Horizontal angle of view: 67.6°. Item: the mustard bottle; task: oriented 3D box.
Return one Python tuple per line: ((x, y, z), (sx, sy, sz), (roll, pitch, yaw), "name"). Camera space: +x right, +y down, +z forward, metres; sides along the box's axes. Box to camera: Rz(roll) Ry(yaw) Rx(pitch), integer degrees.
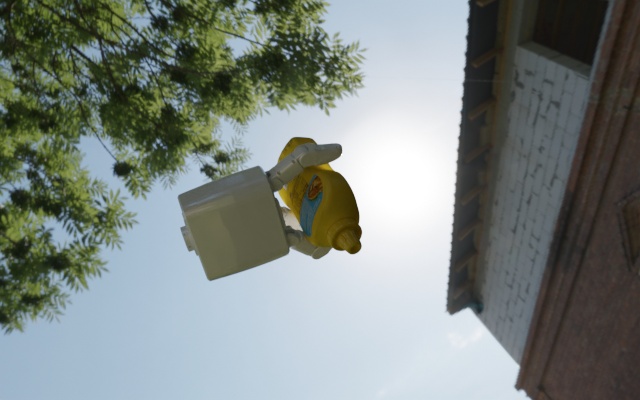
((0.000, 0.002, 0.603), (0.058, 0.096, 0.191), (1, 33, -29), "mustard bottle")
